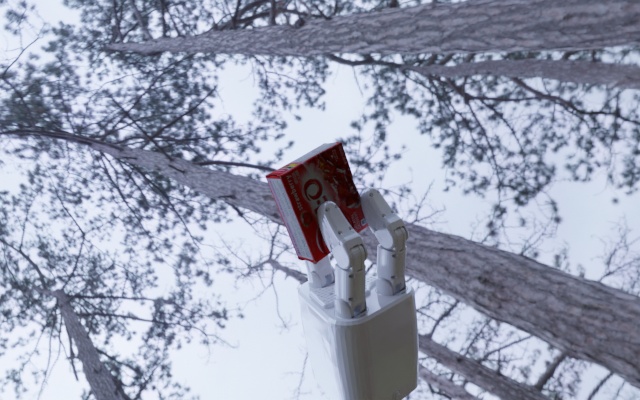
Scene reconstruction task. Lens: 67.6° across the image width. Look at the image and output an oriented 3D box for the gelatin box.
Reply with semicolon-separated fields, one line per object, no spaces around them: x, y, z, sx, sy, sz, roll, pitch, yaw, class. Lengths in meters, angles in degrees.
0.000;0.001;0.435;0.073;0.089;0.030;-32;21;-31;gelatin box
